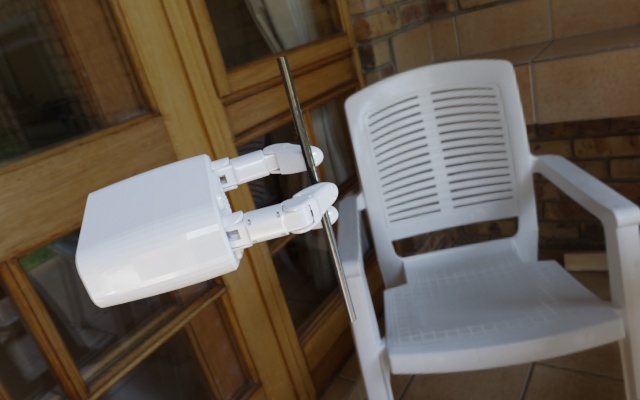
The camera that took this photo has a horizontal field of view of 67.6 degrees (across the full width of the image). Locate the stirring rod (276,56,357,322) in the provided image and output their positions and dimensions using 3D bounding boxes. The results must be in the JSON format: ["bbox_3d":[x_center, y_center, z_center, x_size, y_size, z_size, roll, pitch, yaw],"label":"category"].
[{"bbox_3d":[0.000,0.001,0.401,0.011,0.240,0.011,-13,20,5],"label":"stirring rod"}]
